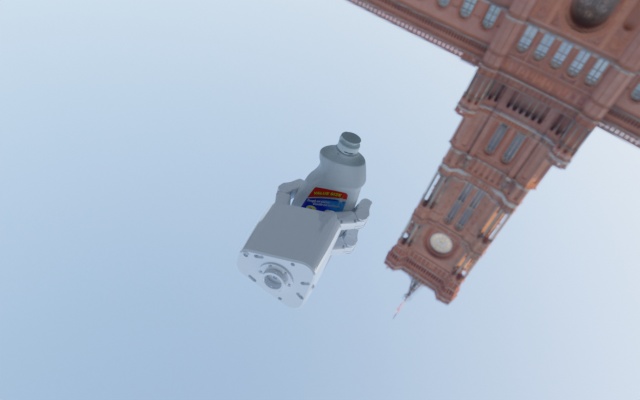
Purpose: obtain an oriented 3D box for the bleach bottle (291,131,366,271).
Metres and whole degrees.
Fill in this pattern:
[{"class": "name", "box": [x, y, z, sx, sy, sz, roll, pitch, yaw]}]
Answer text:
[{"class": "bleach bottle", "box": [0.000, 0.002, 0.727, 0.102, 0.251, 0.068, 24, 39, 4]}]
